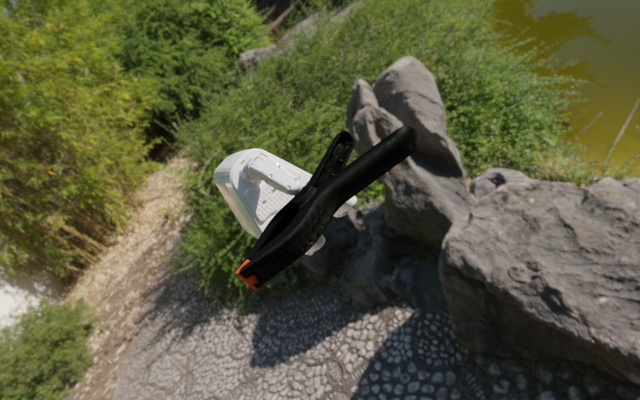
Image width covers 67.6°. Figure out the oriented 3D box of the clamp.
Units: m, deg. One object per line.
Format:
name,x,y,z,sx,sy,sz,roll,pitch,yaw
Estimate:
clamp,-0.001,0.001,0.469,0.036,0.210,0.164,44,-15,-17
